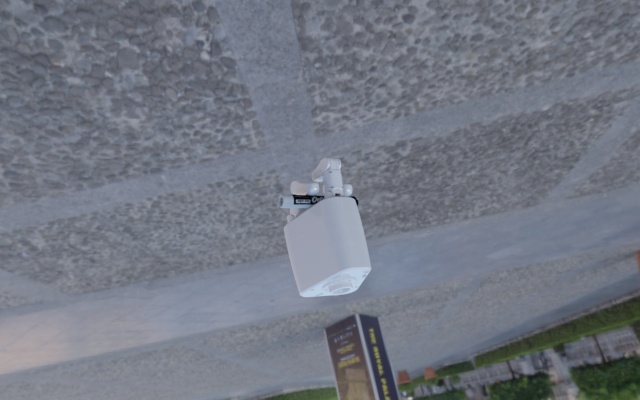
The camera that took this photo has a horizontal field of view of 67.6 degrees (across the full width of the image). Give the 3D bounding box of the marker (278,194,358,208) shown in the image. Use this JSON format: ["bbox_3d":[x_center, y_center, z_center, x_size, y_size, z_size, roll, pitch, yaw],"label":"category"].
[{"bbox_3d":[0.000,0.002,0.670,0.121,0.020,0.020,2,-1,-28],"label":"marker"}]
